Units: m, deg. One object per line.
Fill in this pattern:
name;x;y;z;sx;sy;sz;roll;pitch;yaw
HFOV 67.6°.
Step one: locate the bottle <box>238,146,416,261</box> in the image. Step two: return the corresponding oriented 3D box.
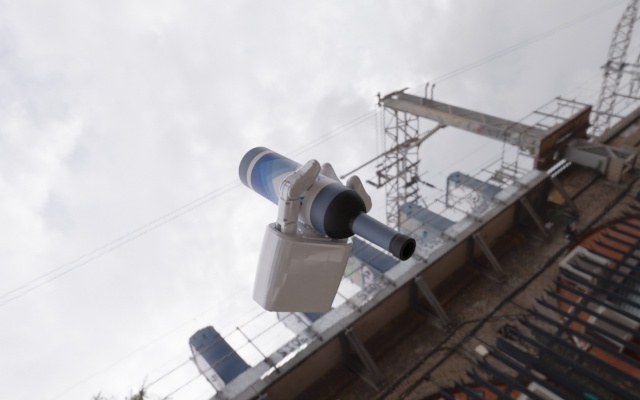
bottle;0.000;0.002;0.617;0.069;0.069;0.295;0;21;-44
